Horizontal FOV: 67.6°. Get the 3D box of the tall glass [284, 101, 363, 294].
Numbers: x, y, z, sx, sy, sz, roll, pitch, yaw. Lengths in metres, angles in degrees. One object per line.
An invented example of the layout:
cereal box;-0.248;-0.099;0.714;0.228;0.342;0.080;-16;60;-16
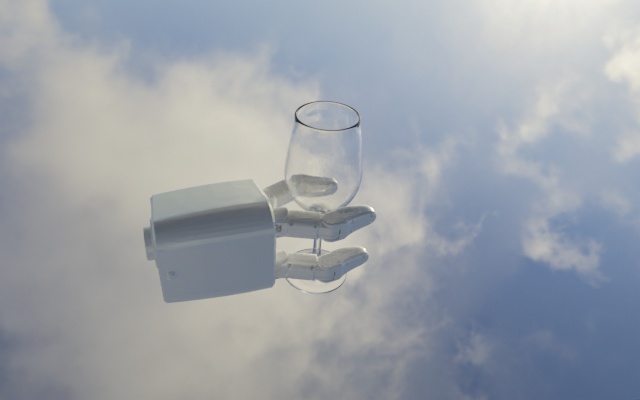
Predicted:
tall glass;0.000;0.002;0.498;0.079;0.201;0.079;3;36;-2
